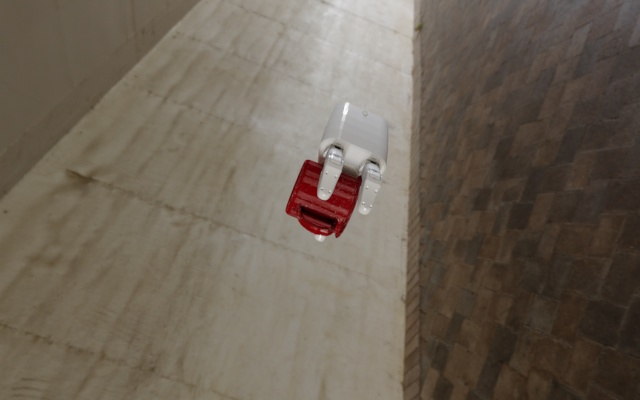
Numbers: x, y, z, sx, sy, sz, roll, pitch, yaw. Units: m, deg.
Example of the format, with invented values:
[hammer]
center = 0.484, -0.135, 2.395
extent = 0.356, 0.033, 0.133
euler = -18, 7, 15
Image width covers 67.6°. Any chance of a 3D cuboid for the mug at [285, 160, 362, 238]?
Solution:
[mug]
center = 0.000, 0.003, 0.646
extent = 0.081, 0.093, 0.117
euler = 21, 42, -5
